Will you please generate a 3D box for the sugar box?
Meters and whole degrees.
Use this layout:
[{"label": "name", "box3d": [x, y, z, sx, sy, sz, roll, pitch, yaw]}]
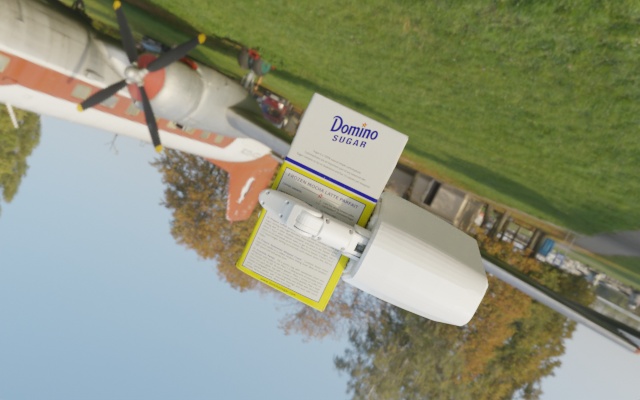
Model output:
[{"label": "sugar box", "box3d": [0.000, 0.002, 0.441, 0.093, 0.176, 0.048, 26, 6, 1]}]
